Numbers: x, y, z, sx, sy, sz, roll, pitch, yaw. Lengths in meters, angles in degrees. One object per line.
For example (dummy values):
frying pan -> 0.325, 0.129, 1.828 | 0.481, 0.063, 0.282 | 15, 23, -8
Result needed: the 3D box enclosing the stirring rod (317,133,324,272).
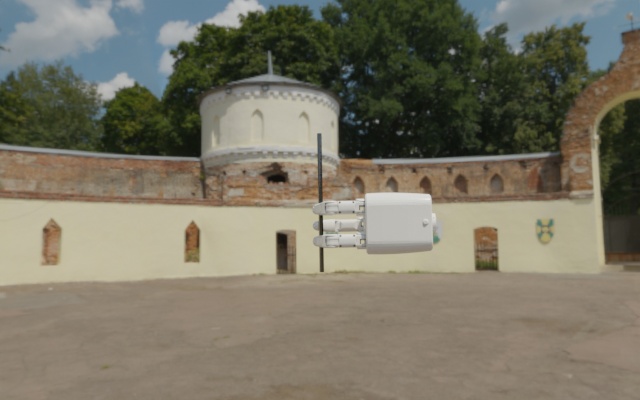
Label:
stirring rod -> 0.000, 0.003, 0.826 | 0.011, 0.239, 0.011 | -1, -5, 0
